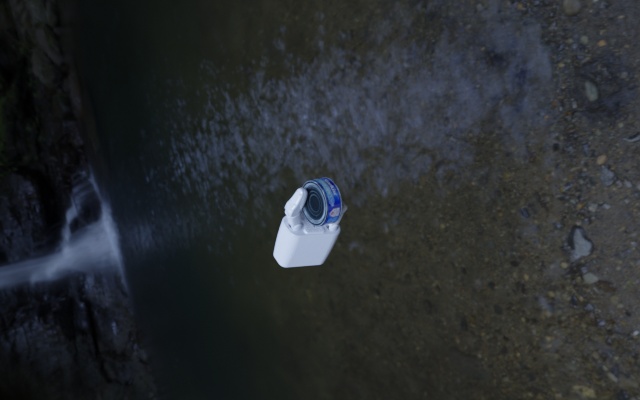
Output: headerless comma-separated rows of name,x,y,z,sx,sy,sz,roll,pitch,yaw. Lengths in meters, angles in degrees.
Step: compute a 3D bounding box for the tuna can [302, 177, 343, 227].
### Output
tuna can,0.000,0.003,0.855,0.034,0.086,0.086,-12,7,-34
